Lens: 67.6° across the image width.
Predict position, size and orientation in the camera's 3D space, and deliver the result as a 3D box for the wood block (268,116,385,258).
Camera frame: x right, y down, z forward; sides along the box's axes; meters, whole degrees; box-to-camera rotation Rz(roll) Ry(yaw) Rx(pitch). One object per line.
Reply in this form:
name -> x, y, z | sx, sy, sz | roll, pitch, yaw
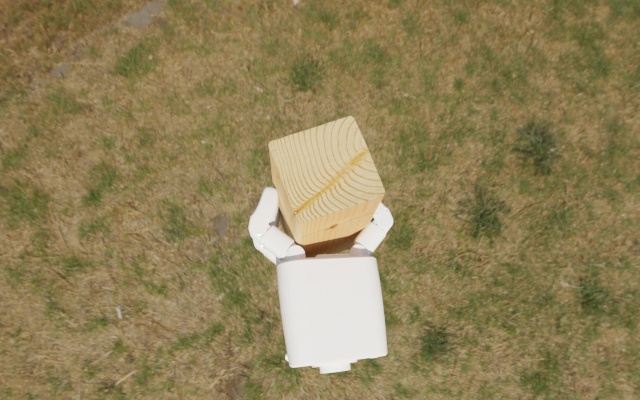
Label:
wood block -> 0.001, 0.002, 0.546 | 0.091, 0.090, 0.206 | -19, -16, -10
